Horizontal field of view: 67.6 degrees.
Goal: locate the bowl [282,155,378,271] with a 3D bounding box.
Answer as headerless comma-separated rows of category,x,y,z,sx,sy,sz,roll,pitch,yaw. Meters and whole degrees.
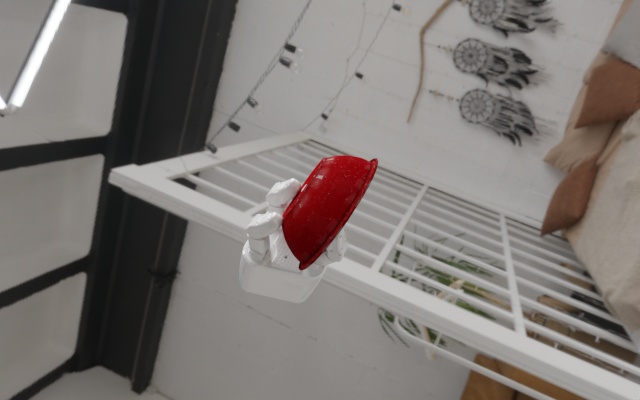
bowl,0.000,0.001,0.571,0.055,0.162,0.162,35,-4,-6
